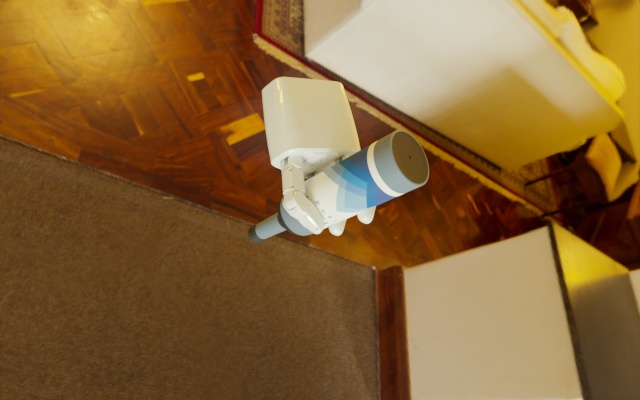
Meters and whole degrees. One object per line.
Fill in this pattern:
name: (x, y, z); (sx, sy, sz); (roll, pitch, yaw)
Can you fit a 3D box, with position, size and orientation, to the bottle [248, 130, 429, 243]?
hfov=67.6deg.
bottle: (0.000, 0.002, 0.616); (0.069, 0.069, 0.296); (0, -19, -45)
